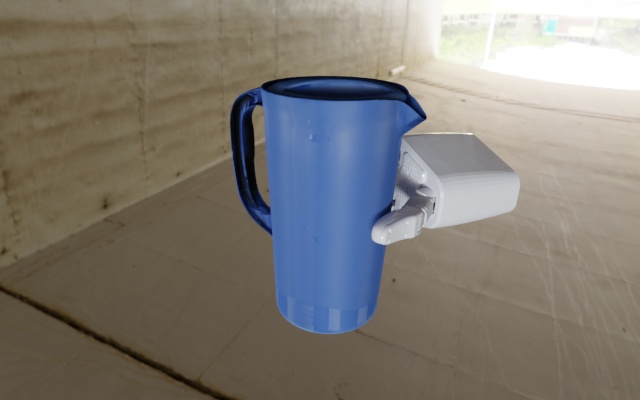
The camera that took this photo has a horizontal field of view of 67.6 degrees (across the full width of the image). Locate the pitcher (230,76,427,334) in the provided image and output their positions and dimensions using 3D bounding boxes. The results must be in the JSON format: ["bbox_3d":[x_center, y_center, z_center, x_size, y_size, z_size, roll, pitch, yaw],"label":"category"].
[{"bbox_3d":[0.000,0.002,0.473,0.145,0.243,0.149,-8,25,-24],"label":"pitcher"}]
